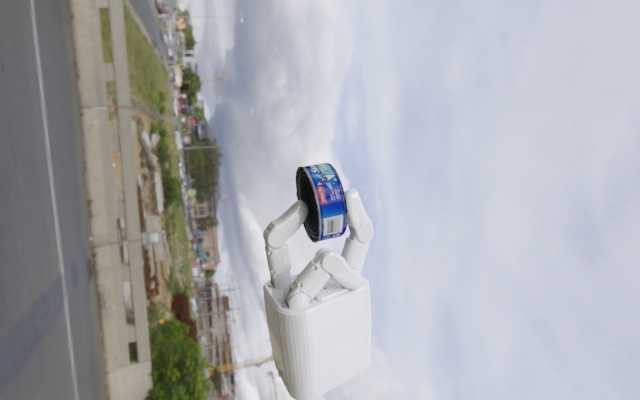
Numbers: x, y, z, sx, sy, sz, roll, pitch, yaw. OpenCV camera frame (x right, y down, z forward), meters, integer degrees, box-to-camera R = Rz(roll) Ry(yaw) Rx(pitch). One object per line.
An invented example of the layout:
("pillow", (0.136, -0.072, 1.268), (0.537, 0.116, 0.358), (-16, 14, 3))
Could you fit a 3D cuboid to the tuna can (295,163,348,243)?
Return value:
("tuna can", (0.001, 0.002, 0.529), (0.034, 0.086, 0.086), (-12, 3, -15))
